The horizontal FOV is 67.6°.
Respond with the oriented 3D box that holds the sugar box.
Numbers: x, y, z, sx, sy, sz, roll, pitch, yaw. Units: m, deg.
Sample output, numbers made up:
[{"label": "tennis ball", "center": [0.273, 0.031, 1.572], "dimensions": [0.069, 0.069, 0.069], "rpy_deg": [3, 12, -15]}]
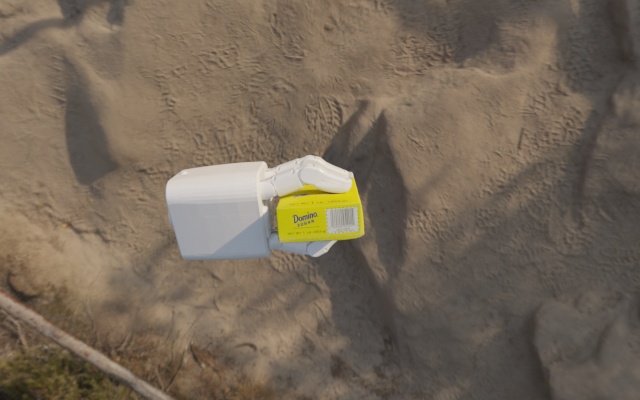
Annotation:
[{"label": "sugar box", "center": [0.000, 0.001, 0.587], "dimensions": [0.093, 0.048, 0.176], "rpy_deg": [-3, 17, 1]}]
